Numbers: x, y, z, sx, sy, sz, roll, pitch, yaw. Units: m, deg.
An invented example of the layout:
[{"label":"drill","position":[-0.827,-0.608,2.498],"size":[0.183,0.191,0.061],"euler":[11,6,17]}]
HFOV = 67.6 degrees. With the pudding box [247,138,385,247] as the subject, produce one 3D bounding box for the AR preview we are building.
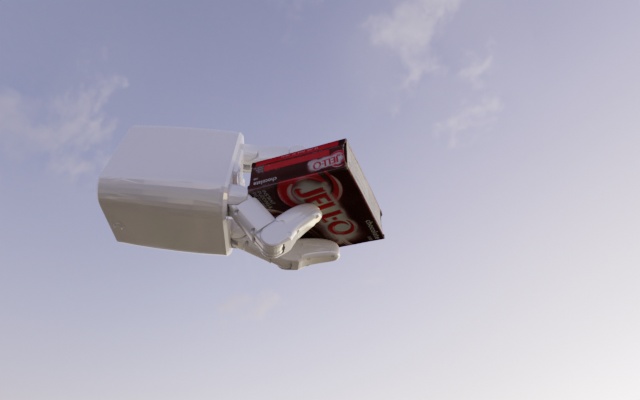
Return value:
[{"label":"pudding box","position":[0.000,0.001,0.433],"size":[0.090,0.039,0.114],"euler":[-12,-38,19]}]
